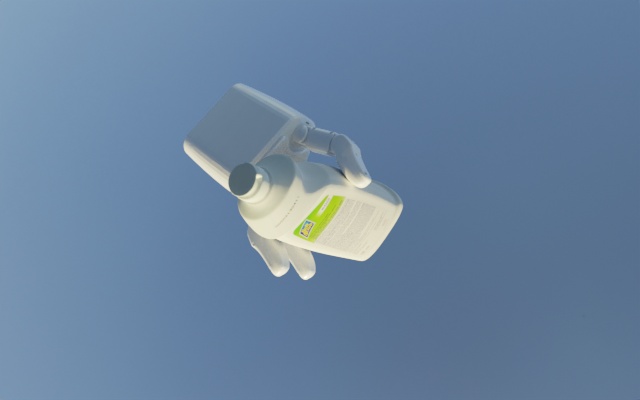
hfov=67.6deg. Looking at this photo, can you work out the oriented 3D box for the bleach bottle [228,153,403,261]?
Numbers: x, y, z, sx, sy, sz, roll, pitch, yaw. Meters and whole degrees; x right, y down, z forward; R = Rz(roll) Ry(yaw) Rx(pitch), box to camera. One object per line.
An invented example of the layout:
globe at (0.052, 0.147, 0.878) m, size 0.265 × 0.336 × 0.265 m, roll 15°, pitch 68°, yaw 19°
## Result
bleach bottle at (0.000, 0.002, 0.493) m, size 0.068 × 0.102 × 0.251 m, roll 35°, pitch 6°, yaw 31°
